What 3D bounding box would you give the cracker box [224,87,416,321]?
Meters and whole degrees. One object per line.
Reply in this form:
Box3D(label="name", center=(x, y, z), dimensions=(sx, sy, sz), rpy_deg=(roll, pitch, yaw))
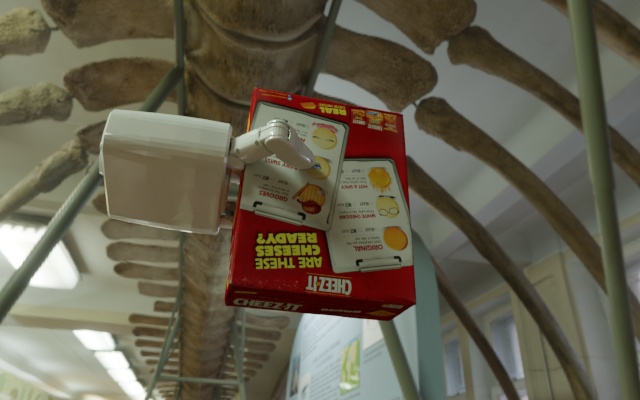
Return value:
Box3D(label="cracker box", center=(0.000, 0.001, 0.473), dimensions=(0.164, 0.213, 0.072), rpy_deg=(8, -30, -11))
